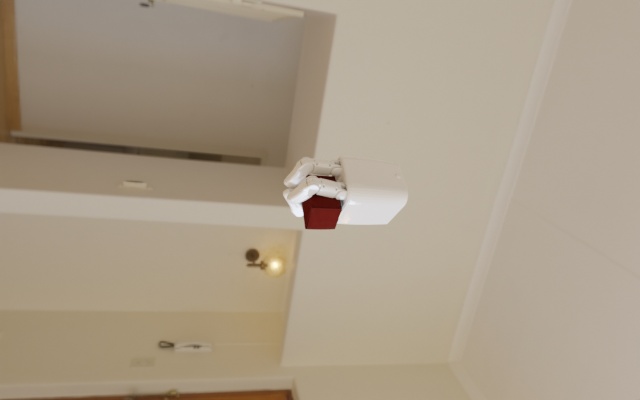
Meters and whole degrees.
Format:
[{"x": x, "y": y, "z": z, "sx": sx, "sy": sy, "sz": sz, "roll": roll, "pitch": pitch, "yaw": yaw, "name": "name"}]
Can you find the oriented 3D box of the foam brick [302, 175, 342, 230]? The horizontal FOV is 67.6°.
[{"x": 0.000, "y": 0.003, "z": 0.783, "sx": 0.051, "sy": 0.078, "sz": 0.053, "roll": 4, "pitch": -44, "yaw": -15, "name": "foam brick"}]
